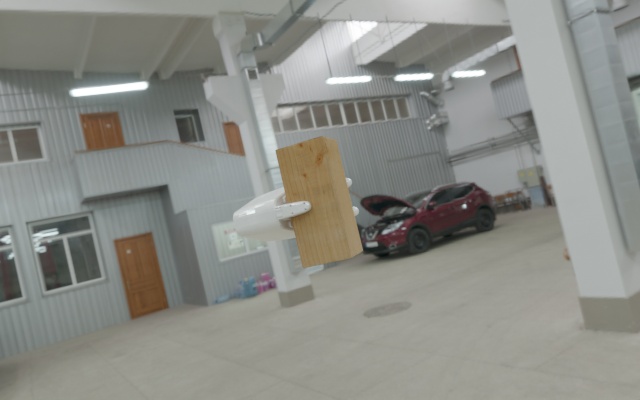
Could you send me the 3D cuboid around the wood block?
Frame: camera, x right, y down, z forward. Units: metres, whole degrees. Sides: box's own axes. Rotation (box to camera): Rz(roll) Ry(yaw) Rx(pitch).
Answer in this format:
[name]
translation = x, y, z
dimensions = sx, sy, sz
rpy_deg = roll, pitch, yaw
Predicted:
[wood block]
translation = 0.000, 0.003, 0.830
dimensions = 0.090, 0.206, 0.091
rpy_deg = -14, -2, 19
